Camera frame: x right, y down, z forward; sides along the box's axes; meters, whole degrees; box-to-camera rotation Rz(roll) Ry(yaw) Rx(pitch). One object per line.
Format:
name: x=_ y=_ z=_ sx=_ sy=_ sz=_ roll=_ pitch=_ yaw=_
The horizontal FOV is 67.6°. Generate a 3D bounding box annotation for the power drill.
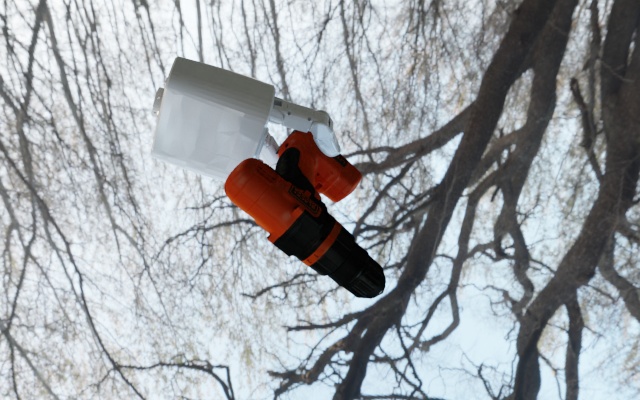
power drill: x=0.000 y=0.001 z=0.512 sx=0.057 sy=0.184 sz=0.187 roll=-44 pitch=12 yaw=22
